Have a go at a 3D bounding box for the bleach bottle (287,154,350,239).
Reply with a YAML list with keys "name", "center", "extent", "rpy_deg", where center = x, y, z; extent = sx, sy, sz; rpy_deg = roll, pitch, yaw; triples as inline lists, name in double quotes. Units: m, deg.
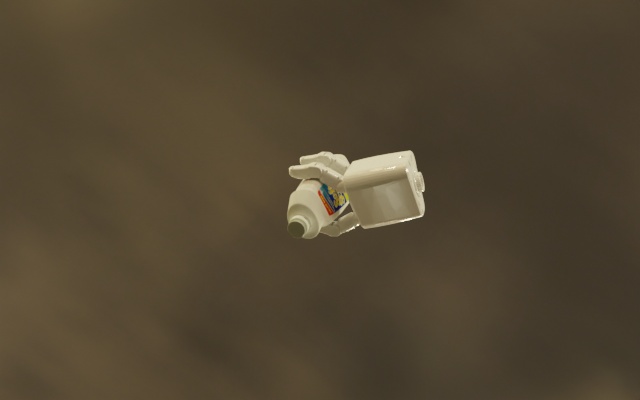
- name: "bleach bottle"
  center: [0.000, 0.003, 0.826]
  extent: [0.068, 0.102, 0.250]
  rpy_deg: [-11, 19, 21]
